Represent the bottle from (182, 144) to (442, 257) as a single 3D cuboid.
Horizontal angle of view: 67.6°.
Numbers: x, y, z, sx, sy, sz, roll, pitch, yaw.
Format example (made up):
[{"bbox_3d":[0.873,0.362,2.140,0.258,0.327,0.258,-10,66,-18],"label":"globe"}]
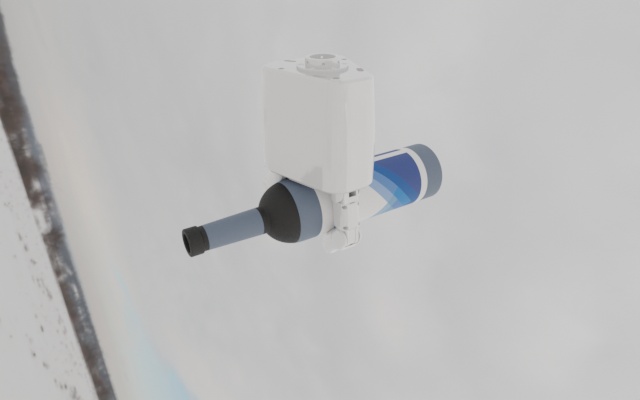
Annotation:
[{"bbox_3d":[0.000,0.002,0.511,0.295,0.069,0.069,-17,8,-28],"label":"bottle"}]
